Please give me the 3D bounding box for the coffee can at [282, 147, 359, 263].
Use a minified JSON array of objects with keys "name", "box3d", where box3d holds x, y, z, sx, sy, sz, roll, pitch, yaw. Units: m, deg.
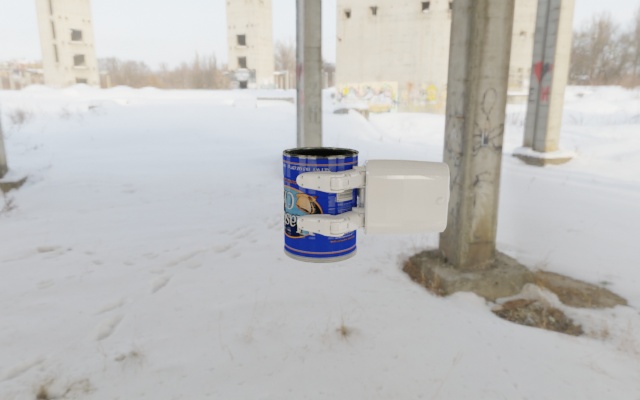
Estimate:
[{"name":"coffee can","box3d":[0.000,0.002,0.652,0.103,0.140,0.102,0,13,0]}]
